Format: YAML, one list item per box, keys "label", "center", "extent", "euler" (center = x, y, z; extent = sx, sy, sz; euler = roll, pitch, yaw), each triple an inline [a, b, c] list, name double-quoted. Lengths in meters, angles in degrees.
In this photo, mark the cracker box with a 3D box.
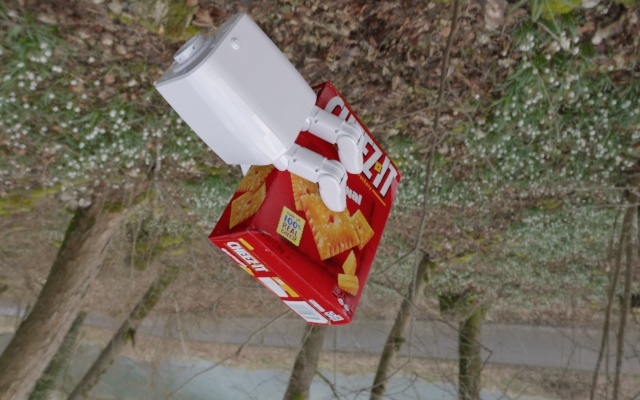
- label: "cracker box"
  center: [0.000, 0.002, 0.521]
  extent: [0.072, 0.213, 0.164]
  euler: [-11, -47, 42]
